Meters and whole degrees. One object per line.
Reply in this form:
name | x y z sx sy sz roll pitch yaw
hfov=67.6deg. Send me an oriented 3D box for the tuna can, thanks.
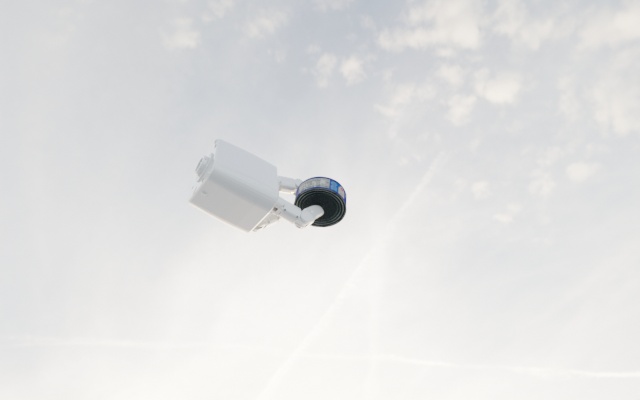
tuna can | 0.000 0.002 0.779 0.086 0.086 0.033 0 42 5
